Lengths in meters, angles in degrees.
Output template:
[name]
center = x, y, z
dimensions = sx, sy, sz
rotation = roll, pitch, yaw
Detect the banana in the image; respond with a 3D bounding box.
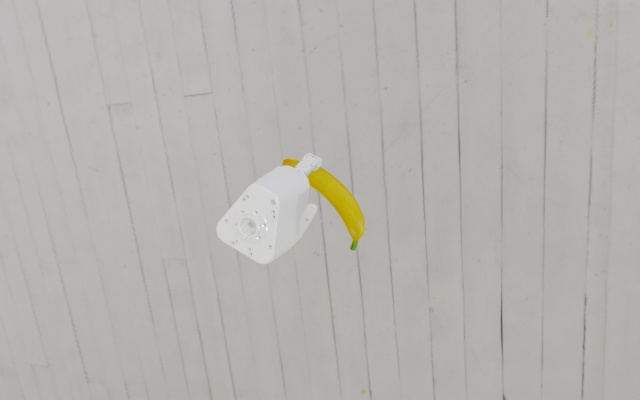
[banana]
center = 0.016, -0.005, 0.800
dimensions = 0.070, 0.198, 0.037
rotation = -38, 1, 26
